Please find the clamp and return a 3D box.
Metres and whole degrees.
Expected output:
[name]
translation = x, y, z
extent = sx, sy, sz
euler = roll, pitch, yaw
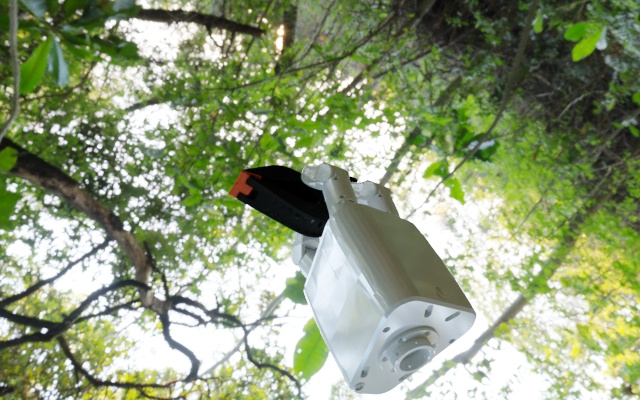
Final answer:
[clamp]
translation = -0.001, 0.002, 0.496
extent = 0.210, 0.036, 0.164
euler = 20, 24, -34
